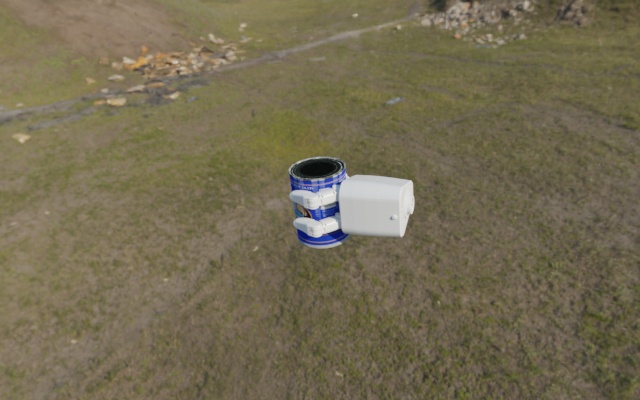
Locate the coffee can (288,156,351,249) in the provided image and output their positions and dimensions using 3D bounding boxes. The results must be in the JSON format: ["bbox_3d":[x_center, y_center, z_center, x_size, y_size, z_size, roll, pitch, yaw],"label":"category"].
[{"bbox_3d":[0.000,0.003,0.881,0.103,0.140,0.102,-5,27,3],"label":"coffee can"}]
